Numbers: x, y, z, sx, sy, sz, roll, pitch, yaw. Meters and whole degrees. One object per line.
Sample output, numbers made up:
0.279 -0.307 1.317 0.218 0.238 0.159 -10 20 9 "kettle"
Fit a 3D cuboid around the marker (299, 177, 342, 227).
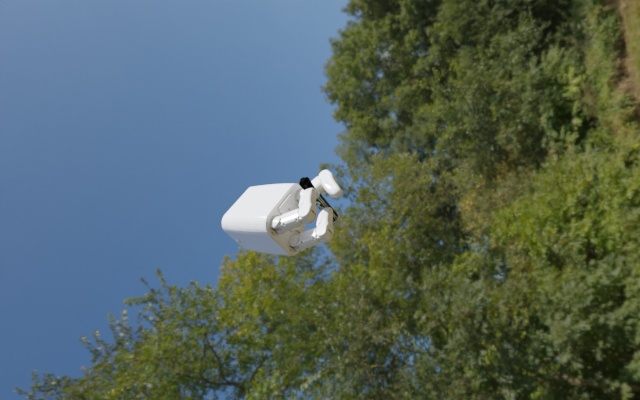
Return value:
0.000 0.003 0.779 0.020 0.020 0.121 0 -35 36 "marker"
